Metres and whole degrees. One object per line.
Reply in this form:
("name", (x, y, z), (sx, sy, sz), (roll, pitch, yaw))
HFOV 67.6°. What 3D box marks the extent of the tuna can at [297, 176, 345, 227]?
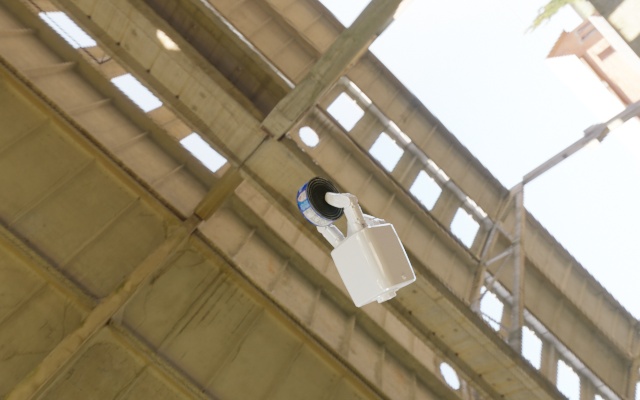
("tuna can", (0.000, 0.003, 0.844), (0.086, 0.086, 0.034), (0, -26, -45))
